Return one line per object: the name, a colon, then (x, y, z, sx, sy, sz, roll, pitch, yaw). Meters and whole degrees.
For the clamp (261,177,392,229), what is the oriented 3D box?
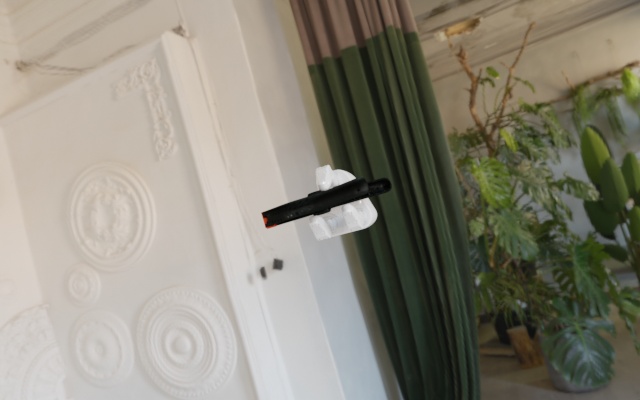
clamp: (-0.001, 0.002, 0.731, 0.210, 0.036, 0.164, -17, -5, 13)
